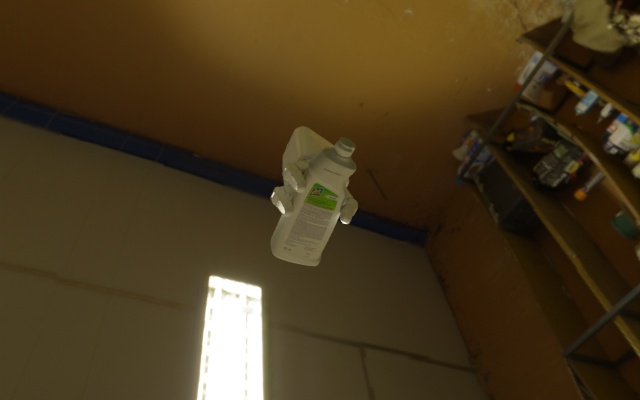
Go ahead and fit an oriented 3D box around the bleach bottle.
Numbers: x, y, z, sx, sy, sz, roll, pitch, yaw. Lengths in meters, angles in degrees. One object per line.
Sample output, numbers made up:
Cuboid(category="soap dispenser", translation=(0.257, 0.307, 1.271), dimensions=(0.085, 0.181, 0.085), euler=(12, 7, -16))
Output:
Cuboid(category="bleach bottle", translation=(0.000, 0.003, 0.831), dimensions=(0.102, 0.251, 0.068), euler=(15, 35, -21))
